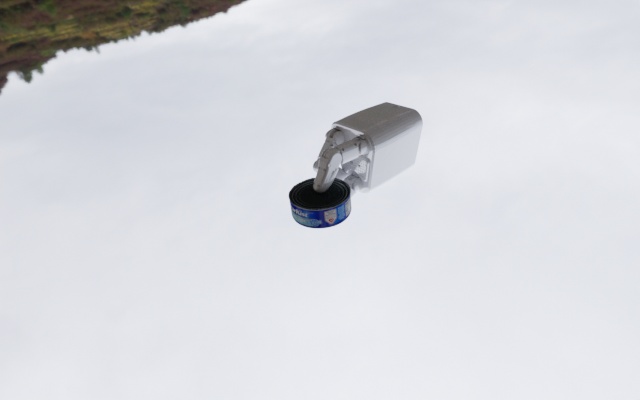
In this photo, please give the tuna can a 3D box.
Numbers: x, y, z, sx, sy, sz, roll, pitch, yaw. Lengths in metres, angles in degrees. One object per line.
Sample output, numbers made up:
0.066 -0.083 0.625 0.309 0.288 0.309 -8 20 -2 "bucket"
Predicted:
0.000 0.003 0.661 0.086 0.034 0.086 -4 32 3 "tuna can"
